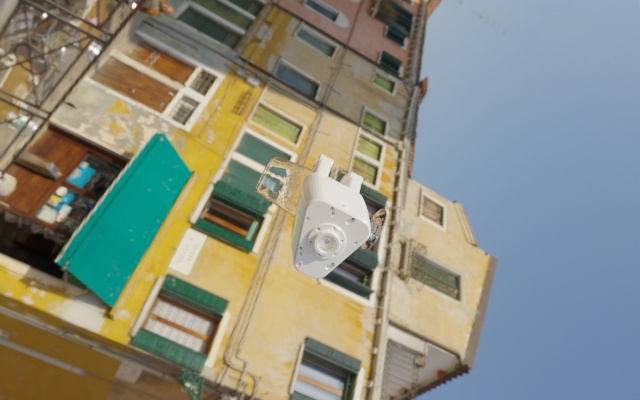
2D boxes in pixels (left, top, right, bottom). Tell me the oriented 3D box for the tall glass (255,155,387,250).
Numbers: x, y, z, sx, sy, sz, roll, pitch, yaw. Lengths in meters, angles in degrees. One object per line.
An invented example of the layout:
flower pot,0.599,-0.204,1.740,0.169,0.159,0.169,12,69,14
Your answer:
tall glass,0.001,0.003,0.750,0.201,0.079,0.079,27,-6,-11
